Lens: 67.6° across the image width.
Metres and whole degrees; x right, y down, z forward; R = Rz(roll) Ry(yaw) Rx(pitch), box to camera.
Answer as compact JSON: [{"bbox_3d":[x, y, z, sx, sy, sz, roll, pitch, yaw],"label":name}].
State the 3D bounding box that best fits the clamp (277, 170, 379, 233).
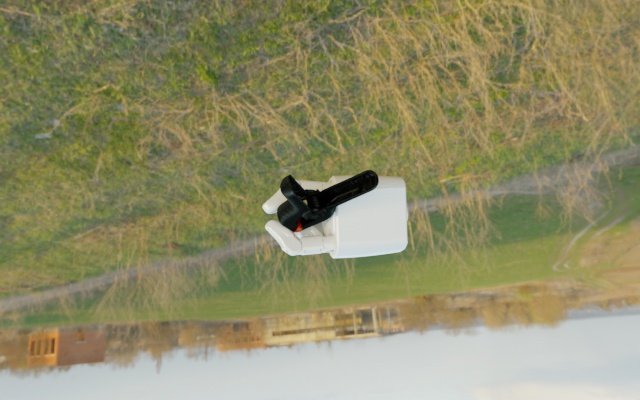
[{"bbox_3d":[0.000,0.003,0.611,0.120,0.039,0.171,-2,-17,-12],"label":"clamp"}]
